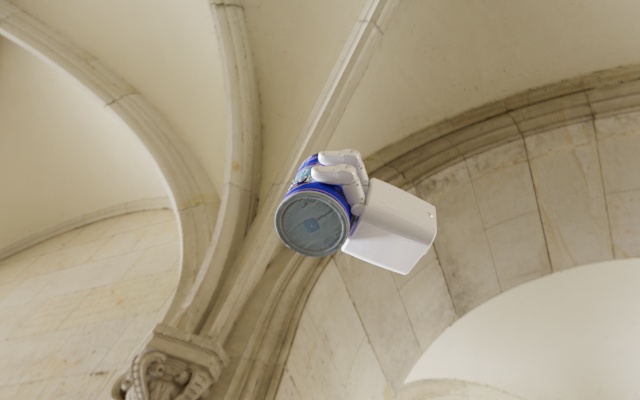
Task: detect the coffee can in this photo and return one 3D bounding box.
[{"bbox_3d":[0.000,0.002,0.704,0.103,0.103,0.140,0,28,12],"label":"coffee can"}]
